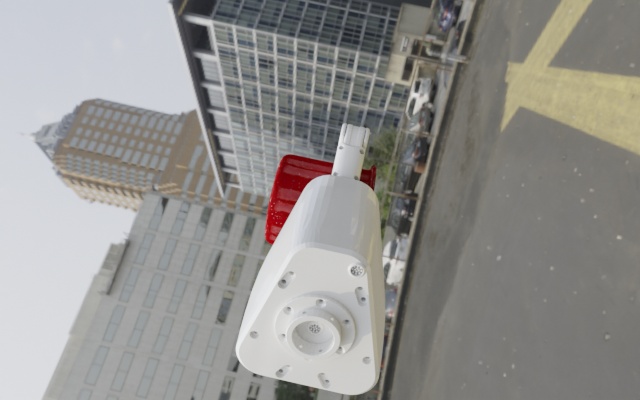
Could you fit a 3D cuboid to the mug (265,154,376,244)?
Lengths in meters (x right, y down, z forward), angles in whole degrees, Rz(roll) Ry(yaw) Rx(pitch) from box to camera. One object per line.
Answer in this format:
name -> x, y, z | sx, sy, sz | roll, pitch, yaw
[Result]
mug -> 0.000, 0.001, 0.434 | 0.081, 0.093, 0.117 | 12, 23, 1
